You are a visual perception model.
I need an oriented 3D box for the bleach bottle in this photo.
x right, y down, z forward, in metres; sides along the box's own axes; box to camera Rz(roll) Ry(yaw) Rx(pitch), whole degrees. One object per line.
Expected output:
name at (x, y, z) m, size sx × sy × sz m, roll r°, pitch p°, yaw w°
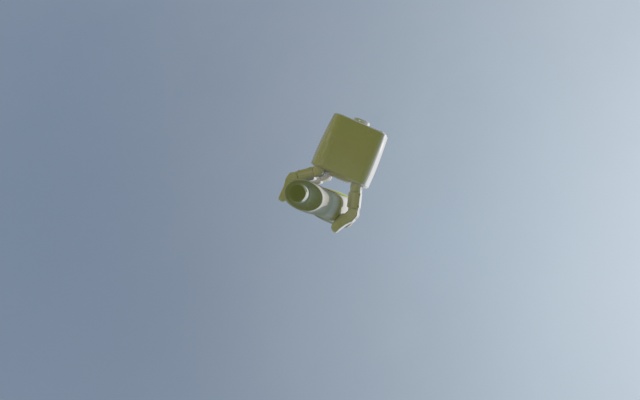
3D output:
bleach bottle at (0.000, 0.003, 0.885) m, size 0.102 × 0.068 × 0.251 m, roll 21°, pitch 0°, yaw 15°
